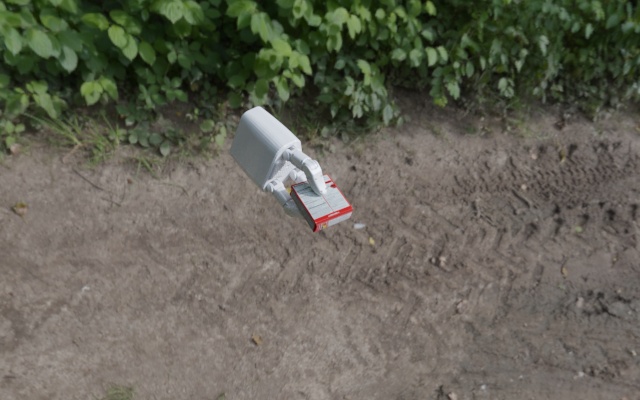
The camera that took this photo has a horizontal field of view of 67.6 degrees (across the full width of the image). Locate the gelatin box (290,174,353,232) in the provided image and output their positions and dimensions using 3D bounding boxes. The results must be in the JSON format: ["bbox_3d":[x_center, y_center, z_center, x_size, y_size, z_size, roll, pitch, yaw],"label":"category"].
[{"bbox_3d":[0.000,0.003,0.803,0.073,0.089,0.030,-20,-33,-24],"label":"gelatin box"}]
